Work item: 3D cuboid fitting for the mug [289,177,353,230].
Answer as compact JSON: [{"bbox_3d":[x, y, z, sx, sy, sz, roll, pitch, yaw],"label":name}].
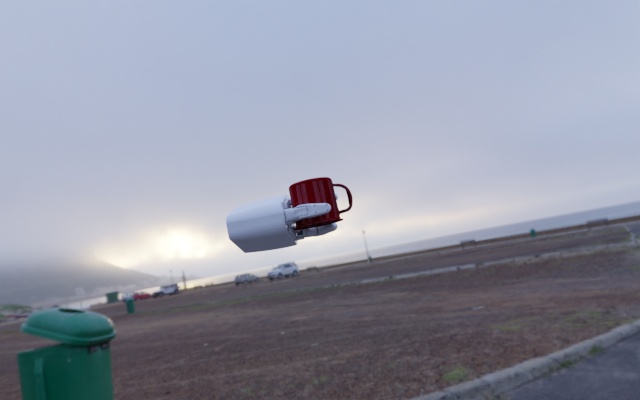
[{"bbox_3d":[0.001,0.002,0.869,0.117,0.081,0.093,-12,-6,5],"label":"mug"}]
